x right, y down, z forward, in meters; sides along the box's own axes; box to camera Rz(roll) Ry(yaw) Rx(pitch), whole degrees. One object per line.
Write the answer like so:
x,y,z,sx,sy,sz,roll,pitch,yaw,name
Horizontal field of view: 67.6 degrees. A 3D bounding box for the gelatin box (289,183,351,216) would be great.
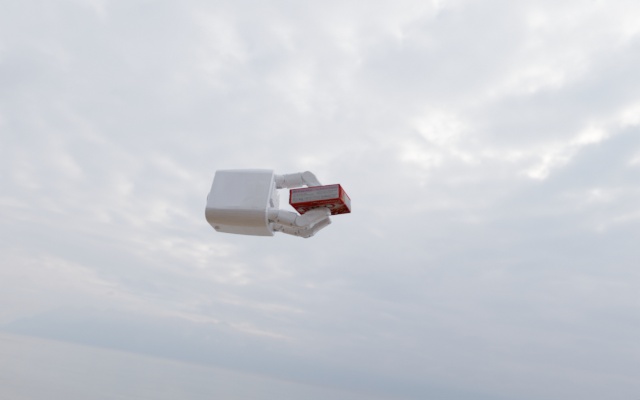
0.000,0.002,0.797,0.089,0.030,0.073,-7,-23,15,gelatin box
